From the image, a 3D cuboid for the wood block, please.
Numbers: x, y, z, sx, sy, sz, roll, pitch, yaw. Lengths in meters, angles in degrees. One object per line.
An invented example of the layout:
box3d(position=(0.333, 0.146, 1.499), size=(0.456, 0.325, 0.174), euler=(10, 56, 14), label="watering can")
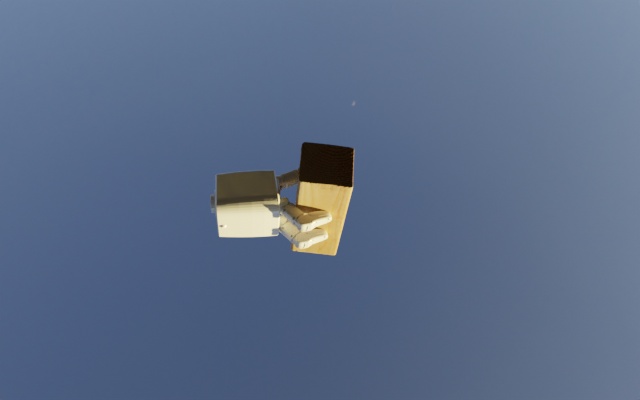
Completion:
box3d(position=(0.000, 0.003, 0.855), size=(0.090, 0.090, 0.206), euler=(6, -38, -3), label="wood block")
